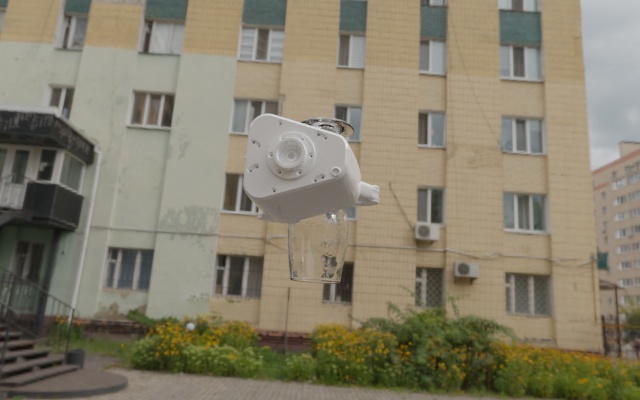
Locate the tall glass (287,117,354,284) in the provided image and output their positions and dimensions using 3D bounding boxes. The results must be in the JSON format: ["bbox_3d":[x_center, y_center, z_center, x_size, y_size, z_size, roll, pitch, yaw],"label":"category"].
[{"bbox_3d":[0.000,0.001,0.605,0.079,0.201,0.079,4,-13,1],"label":"tall glass"}]
